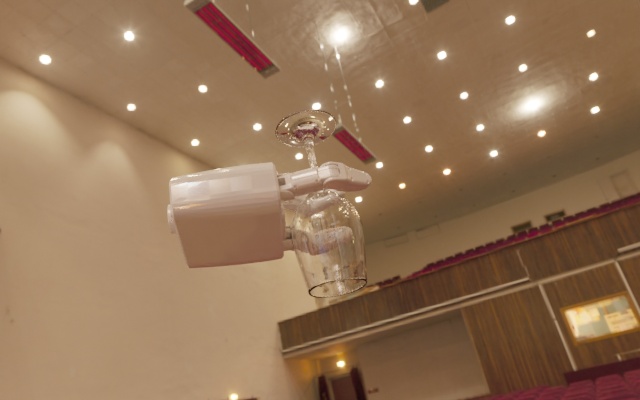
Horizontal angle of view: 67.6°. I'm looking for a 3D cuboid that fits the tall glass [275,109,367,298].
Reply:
[{"bbox_3d":[0.000,0.001,0.529,0.079,0.201,0.079,-10,-26,-5],"label":"tall glass"}]
